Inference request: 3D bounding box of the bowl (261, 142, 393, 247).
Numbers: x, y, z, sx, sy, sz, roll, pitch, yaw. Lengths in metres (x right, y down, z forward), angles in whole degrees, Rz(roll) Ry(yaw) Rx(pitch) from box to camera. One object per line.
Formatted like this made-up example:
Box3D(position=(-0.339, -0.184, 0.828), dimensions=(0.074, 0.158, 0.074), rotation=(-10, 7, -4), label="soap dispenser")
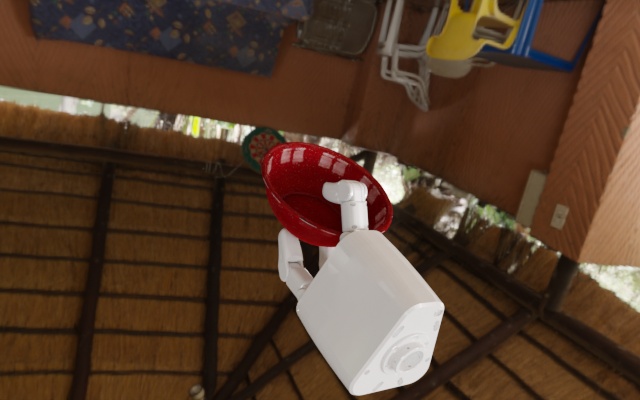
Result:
Box3D(position=(0.000, 0.001, 0.554), dimensions=(0.162, 0.055, 0.162), rotation=(19, 36, -14), label="bowl")
